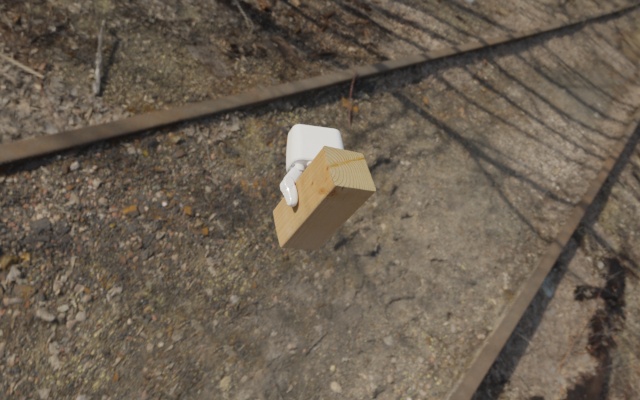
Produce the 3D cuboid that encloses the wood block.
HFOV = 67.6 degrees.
[{"bbox_3d":[0.000,0.002,0.897,0.091,0.090,0.206,8,-39,-31],"label":"wood block"}]
